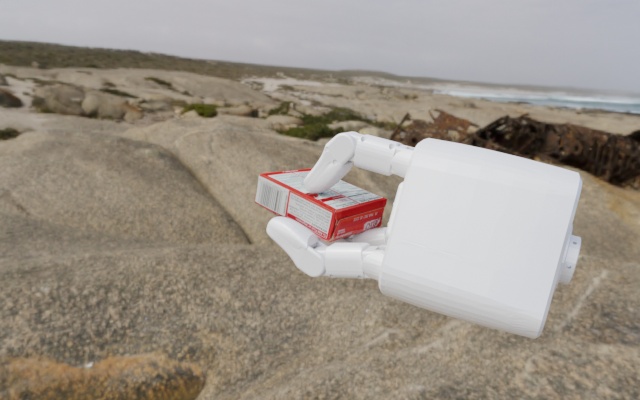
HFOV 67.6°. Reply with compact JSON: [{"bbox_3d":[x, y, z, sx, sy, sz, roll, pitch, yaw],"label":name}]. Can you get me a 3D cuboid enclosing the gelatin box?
[{"bbox_3d":[0.000,0.001,0.411,0.089,0.030,0.073,26,23,33],"label":"gelatin box"}]
